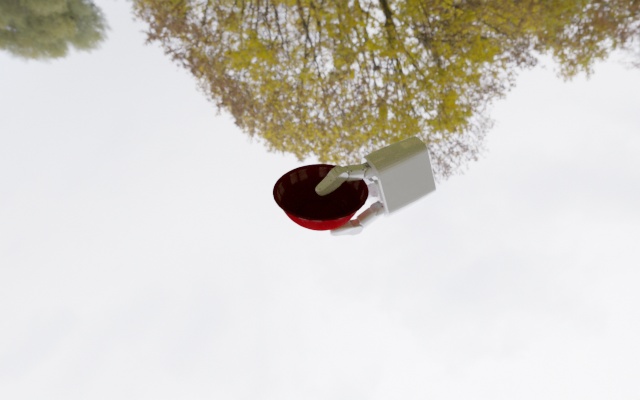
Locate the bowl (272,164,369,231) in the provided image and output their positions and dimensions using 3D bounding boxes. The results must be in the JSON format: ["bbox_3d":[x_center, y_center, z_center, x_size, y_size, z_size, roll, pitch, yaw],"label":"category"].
[{"bbox_3d":[-0.001,0.003,0.816,0.162,0.055,0.162,0,38,0],"label":"bowl"}]
